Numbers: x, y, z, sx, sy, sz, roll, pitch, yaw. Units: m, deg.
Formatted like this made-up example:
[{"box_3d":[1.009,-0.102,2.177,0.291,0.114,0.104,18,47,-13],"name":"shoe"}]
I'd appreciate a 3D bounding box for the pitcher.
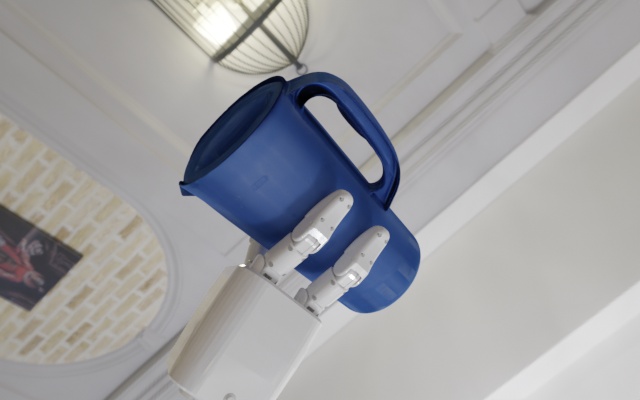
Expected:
[{"box_3d":[0.000,0.002,0.470,0.243,0.145,0.149,44,-22,-27],"name":"pitcher"}]
